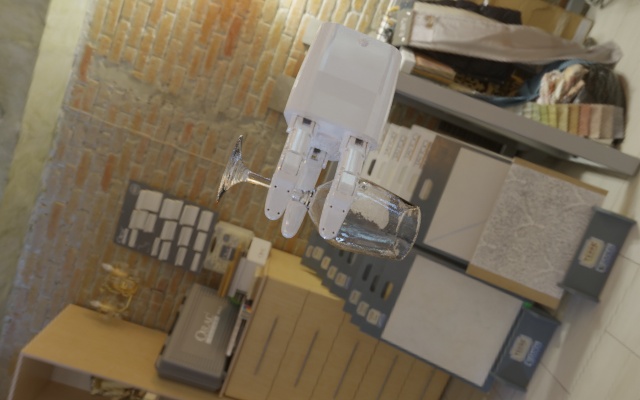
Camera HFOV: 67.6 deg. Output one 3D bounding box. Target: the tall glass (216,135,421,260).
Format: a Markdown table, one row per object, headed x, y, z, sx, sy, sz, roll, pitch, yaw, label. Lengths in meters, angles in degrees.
| x | y | z | sx | sy | sz | roll | pitch | yaw | label |
| --- | --- | --- | --- | --- | --- | --- | --- | --- | --- |
| -0.001 | 0.002 | 0.496 | 0.201 | 0.079 | 0.079 | 20 | -3 | -7 | tall glass |
